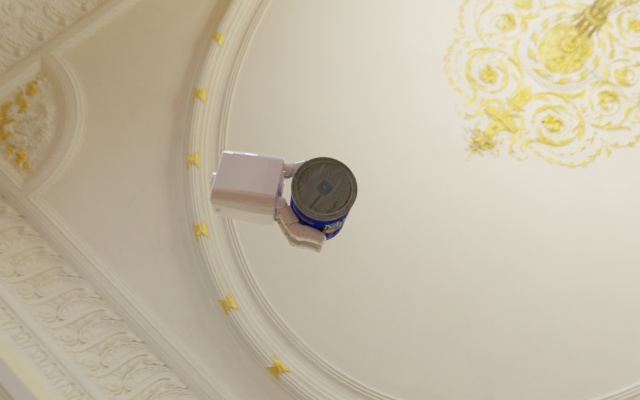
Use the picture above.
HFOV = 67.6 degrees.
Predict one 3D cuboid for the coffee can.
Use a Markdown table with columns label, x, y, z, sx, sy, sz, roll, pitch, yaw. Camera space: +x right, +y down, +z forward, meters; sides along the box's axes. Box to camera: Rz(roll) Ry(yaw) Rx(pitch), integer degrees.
| label | x | y | z | sx | sy | sz | roll | pitch | yaw |
| --- | --- | --- | --- | --- | --- | --- | --- | --- | --- |
| coffee can | 0.000 | 0.003 | 0.791 | 0.103 | 0.102 | 0.140 | 0 | -19 | -5 |
